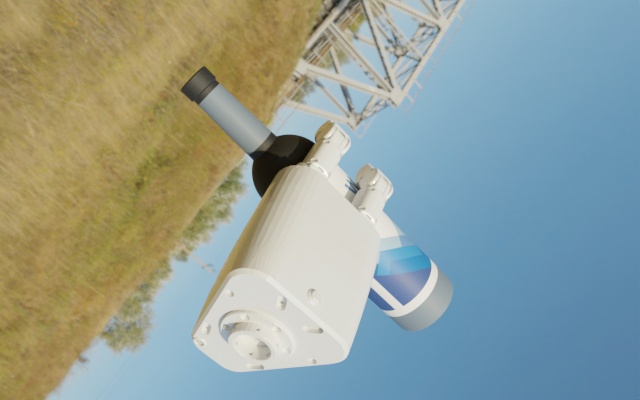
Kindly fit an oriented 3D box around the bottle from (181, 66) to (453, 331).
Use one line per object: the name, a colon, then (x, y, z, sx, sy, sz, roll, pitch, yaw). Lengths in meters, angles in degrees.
bottle: (0.000, 0.002, 0.419, 0.296, 0.069, 0.069, 44, -16, -17)
